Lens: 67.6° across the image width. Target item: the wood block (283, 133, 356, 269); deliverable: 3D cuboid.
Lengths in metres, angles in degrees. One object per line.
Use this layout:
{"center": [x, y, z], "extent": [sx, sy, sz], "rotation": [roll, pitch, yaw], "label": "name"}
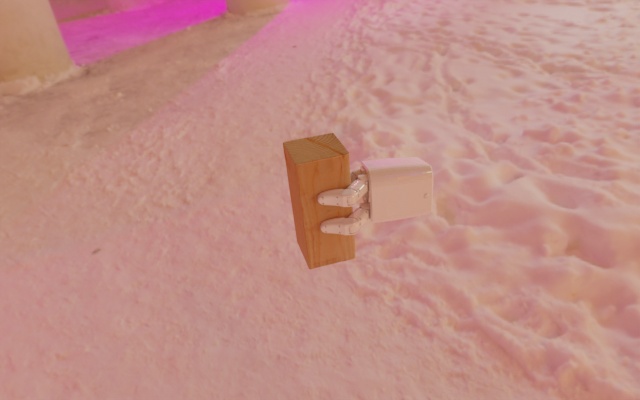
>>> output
{"center": [0.000, 0.002, 0.815], "extent": [0.090, 0.206, 0.090], "rotation": [-13, 32, -11], "label": "wood block"}
